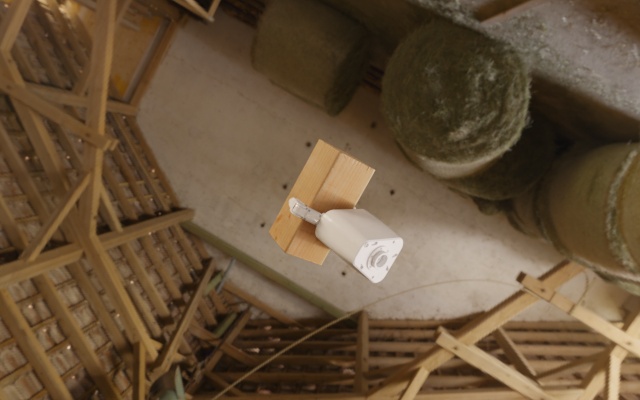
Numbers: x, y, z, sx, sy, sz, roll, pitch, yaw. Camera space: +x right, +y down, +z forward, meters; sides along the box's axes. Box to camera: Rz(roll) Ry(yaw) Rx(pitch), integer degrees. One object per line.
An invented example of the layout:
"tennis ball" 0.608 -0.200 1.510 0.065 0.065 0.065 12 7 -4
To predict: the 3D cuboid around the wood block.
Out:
"wood block" 0.000 0.003 0.898 0.091 0.206 0.090 24 10 -33
